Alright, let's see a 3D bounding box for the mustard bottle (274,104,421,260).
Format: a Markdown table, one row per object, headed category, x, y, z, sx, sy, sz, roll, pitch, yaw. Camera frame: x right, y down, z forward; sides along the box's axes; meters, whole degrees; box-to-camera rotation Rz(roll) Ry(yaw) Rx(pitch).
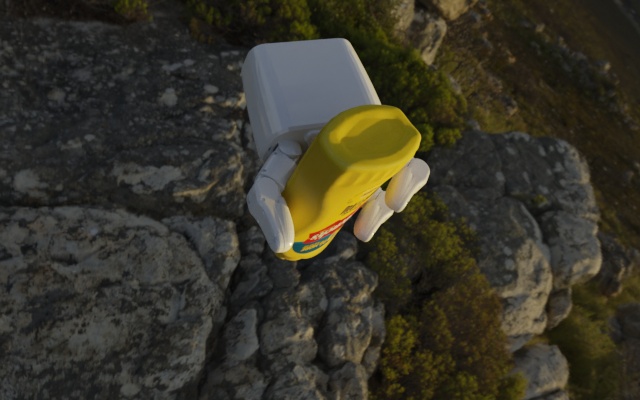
| category | x | y | z | sx | sy | sz | roll | pitch | yaw |
| --- | --- | --- | --- | --- | --- | --- | --- | --- | --- |
| mustard bottle | 0.000 | 0.002 | 0.414 | 0.096 | 0.058 | 0.192 | -28 | -15 | -40 |
